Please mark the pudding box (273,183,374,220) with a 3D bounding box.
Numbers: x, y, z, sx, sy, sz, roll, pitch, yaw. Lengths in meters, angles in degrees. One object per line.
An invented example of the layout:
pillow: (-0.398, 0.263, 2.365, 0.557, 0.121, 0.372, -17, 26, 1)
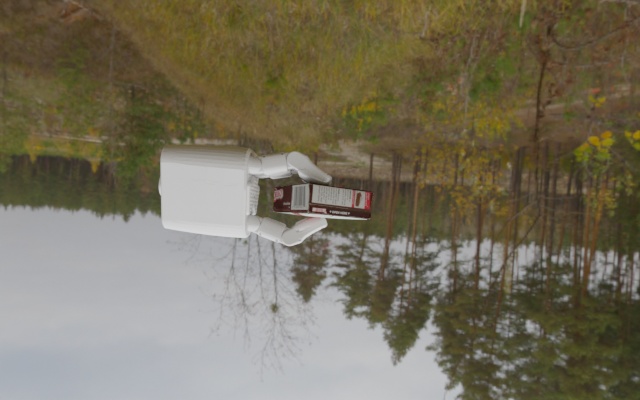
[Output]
pudding box: (0.000, 0.002, 0.613, 0.090, 0.039, 0.113, 6, -2, -27)
